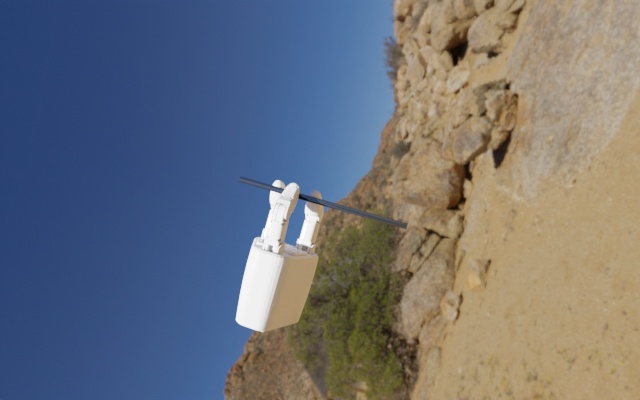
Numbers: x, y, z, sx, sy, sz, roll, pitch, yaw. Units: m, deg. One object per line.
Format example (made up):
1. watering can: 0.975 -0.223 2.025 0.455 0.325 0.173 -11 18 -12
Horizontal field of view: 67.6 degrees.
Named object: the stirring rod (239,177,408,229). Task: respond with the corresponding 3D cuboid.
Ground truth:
1. stirring rod: 0.000 0.002 0.650 0.239 0.011 0.011 16 3 11
